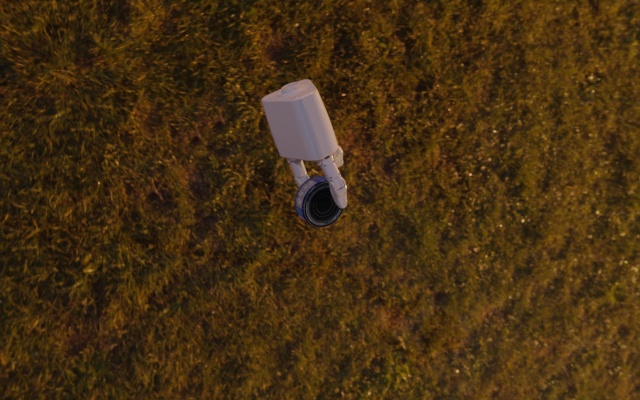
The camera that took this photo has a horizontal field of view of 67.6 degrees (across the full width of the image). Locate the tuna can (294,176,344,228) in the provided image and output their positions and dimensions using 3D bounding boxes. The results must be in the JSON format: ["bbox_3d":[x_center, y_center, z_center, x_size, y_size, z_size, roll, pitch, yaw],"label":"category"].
[{"bbox_3d":[0.000,0.003,0.825,0.086,0.086,0.033,0,18,-31],"label":"tuna can"}]
